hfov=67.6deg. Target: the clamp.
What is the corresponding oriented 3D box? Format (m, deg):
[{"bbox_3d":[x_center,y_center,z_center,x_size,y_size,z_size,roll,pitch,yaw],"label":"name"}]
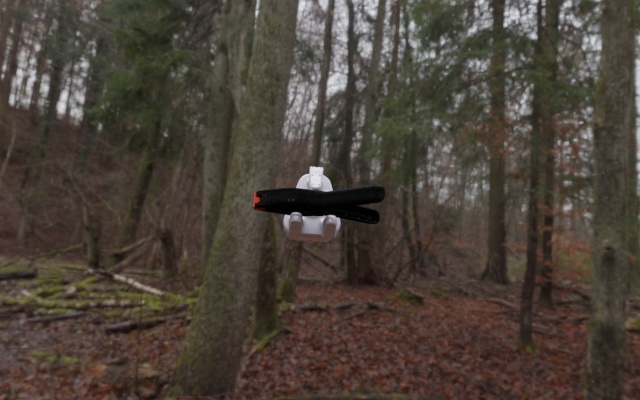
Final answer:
[{"bbox_3d":[0.000,0.002,0.740,0.210,0.036,0.164,5,-16,-2],"label":"clamp"}]
